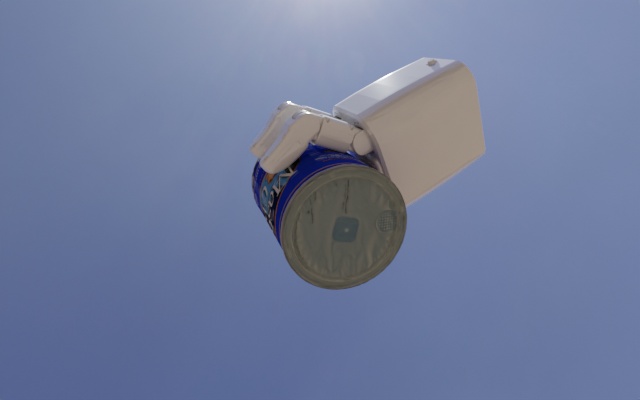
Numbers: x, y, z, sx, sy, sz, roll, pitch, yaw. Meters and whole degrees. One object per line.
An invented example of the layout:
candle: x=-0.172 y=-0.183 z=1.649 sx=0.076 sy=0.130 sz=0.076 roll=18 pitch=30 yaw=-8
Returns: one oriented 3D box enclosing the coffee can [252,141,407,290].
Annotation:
coffee can: x=0.000 y=0.002 z=0.428 sx=0.103 sy=0.103 sz=0.140 roll=0 pitch=18 yaw=-18
